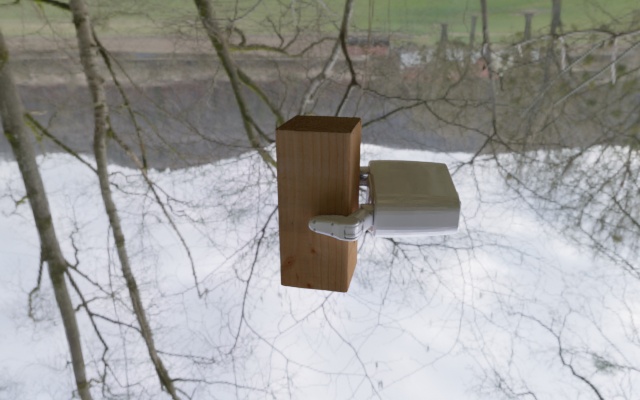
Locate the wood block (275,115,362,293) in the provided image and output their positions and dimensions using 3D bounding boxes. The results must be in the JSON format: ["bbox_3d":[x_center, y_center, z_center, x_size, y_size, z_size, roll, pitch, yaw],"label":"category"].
[{"bbox_3d":[0.000,0.003,0.611,0.090,0.206,0.090,4,21,12],"label":"wood block"}]
